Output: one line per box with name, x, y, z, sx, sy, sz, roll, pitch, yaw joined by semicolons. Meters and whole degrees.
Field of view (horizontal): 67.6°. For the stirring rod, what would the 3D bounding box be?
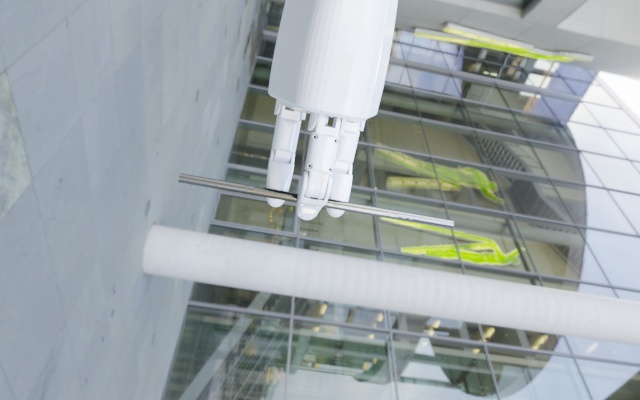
stirring rod;0.000;0.001;0.412;0.239;0.011;0.011;10;-1;-7
